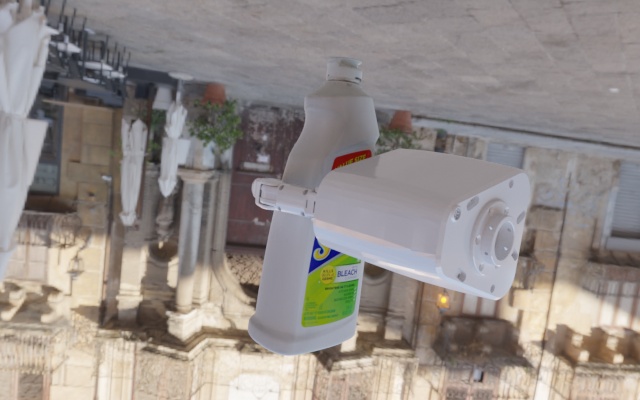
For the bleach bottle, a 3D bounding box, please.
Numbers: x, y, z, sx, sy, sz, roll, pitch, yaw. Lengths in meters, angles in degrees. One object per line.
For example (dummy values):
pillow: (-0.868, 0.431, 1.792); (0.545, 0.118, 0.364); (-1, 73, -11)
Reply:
bleach bottle: (0.000, 0.001, 0.425); (0.102, 0.251, 0.068); (1, 10, -43)
